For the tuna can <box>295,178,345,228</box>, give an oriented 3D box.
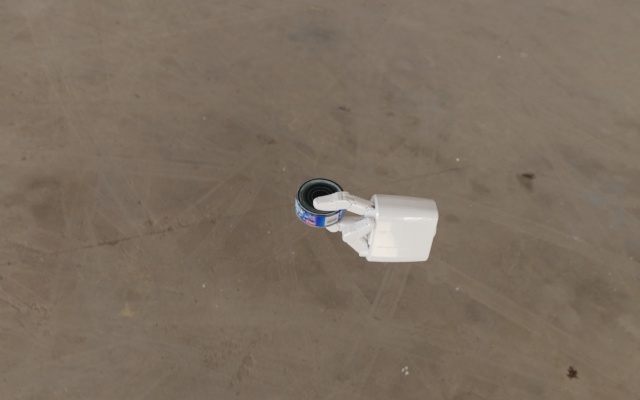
[{"bbox_3d":[0.000,0.002,0.810,0.086,0.086,0.034,0,-40,-5],"label":"tuna can"}]
